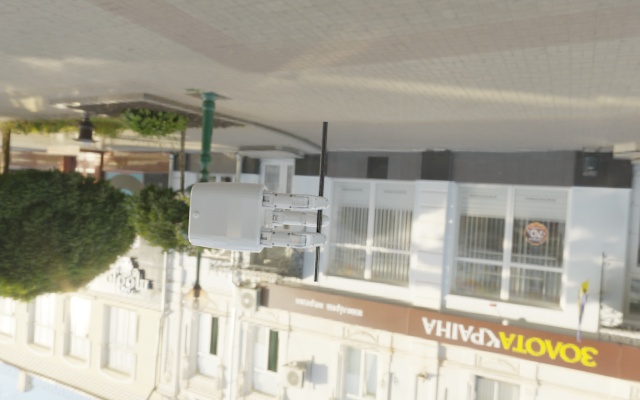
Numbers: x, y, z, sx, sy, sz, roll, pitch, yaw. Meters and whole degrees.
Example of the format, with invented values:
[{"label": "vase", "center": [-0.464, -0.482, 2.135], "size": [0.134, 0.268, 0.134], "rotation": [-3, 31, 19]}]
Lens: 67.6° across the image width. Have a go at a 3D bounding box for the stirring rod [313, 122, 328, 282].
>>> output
[{"label": "stirring rod", "center": [0.000, 0.002, 0.718], "size": [0.011, 0.239, 0.011], "rotation": [3, 1, 0]}]
